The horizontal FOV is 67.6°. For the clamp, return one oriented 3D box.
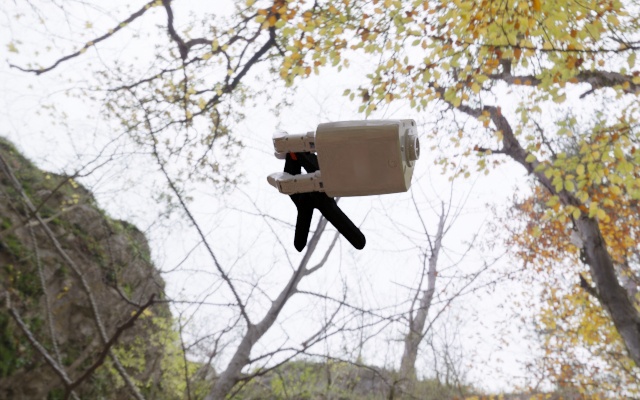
[{"bbox_3d":[0.000,0.002,0.669,0.120,0.171,0.039,0,27,25],"label":"clamp"}]
